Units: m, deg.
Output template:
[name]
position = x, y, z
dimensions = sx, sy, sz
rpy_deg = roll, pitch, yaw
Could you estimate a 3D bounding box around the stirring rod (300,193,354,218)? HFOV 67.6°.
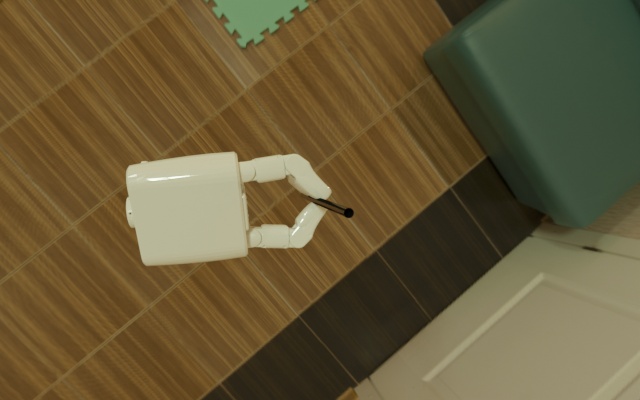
[stirring rod]
position = 0.000, 0.002, 0.486
dimensions = 0.011, 0.011, 0.239
rpy_deg = 0, 4, -10
